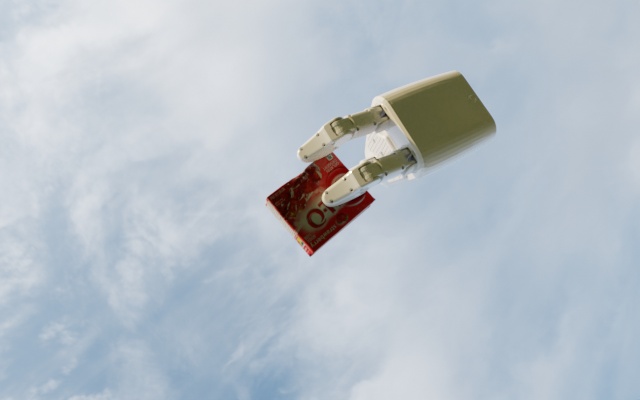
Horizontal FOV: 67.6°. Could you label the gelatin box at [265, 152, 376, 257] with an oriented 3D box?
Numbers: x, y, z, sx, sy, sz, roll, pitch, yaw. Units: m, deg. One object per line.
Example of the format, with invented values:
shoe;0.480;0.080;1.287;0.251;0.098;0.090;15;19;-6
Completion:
gelatin box;0.000;0.002;0.491;0.089;0.073;0.030;-39;-7;-17
